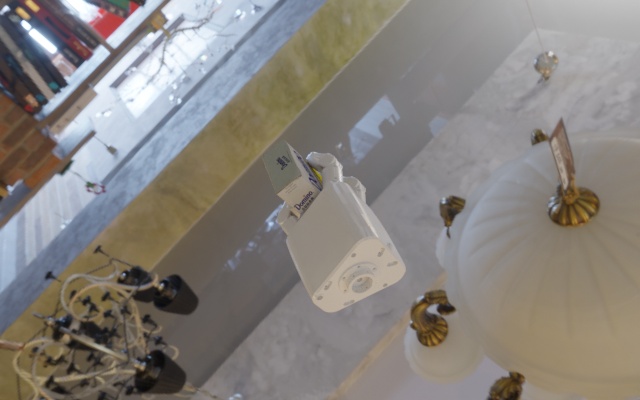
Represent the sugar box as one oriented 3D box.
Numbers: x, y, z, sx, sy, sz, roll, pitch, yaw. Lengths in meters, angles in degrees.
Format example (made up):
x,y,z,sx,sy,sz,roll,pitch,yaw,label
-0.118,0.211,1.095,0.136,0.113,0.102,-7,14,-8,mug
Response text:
x,y,z,sx,sy,sz,roll,pitch,yaw,label
0.001,0.002,0.646,0.176,0.048,0.093,46,11,-39,sugar box
